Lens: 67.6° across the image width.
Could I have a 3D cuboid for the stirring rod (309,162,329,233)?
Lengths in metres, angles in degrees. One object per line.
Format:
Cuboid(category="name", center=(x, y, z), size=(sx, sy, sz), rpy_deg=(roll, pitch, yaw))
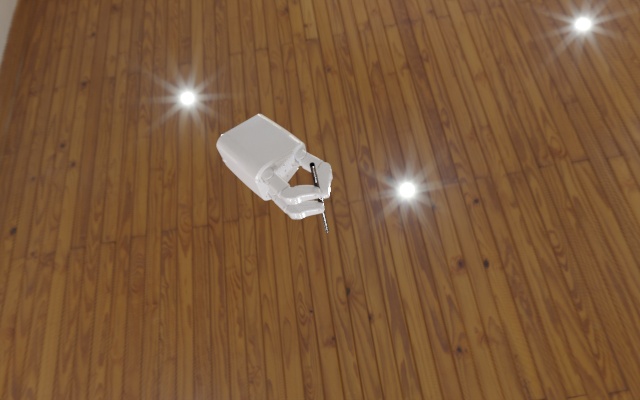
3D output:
Cuboid(category="stirring rod", center=(0.000, 0.002, 0.795), size=(0.011, 0.011, 0.240), rpy_deg=(0, -27, 7))
